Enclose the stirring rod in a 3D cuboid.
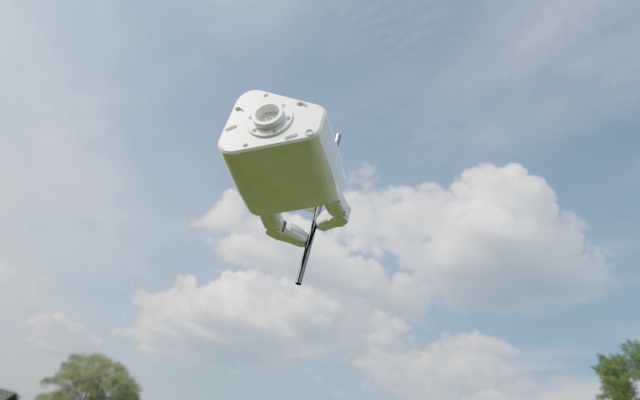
[{"bbox_3d":[0.000,0.002,0.632,0.011,0.239,0.011,11,-33,7],"label":"stirring rod"}]
